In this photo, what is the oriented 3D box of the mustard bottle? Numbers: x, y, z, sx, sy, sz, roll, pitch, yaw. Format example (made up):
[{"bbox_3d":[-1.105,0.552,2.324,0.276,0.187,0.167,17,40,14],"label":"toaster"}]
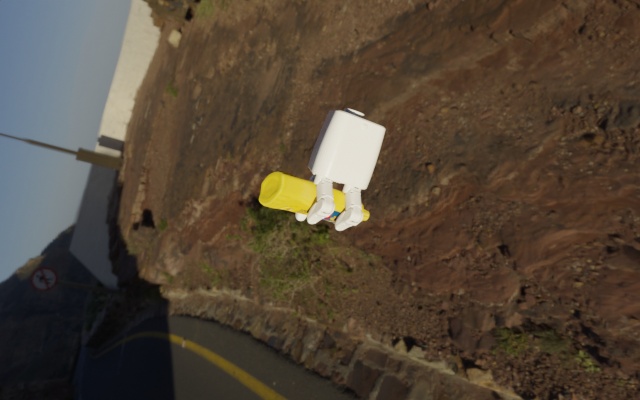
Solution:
[{"bbox_3d":[0.000,0.003,0.806,0.191,0.058,0.096,16,-16,-26],"label":"mustard bottle"}]
